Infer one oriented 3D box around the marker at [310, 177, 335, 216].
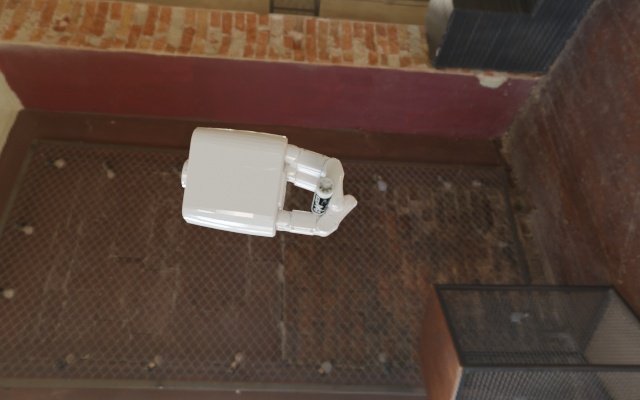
[{"bbox_3d":[0.000,0.002,0.529,0.020,0.020,0.121,0,-16,-5],"label":"marker"}]
